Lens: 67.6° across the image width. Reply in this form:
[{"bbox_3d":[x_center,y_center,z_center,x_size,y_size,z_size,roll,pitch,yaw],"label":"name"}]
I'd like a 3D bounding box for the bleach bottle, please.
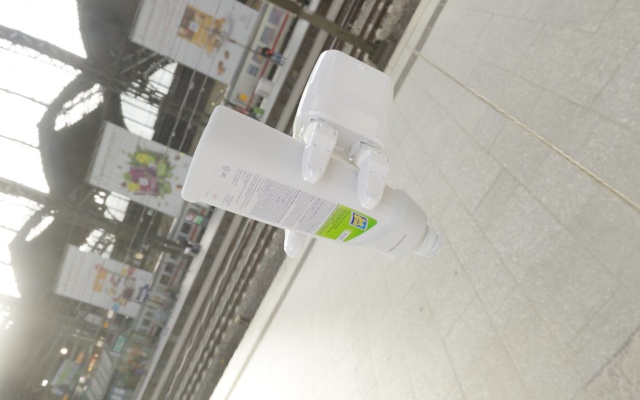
[{"bbox_3d":[0.000,0.001,0.467,0.251,0.068,0.103,23,-37,-13],"label":"bleach bottle"}]
